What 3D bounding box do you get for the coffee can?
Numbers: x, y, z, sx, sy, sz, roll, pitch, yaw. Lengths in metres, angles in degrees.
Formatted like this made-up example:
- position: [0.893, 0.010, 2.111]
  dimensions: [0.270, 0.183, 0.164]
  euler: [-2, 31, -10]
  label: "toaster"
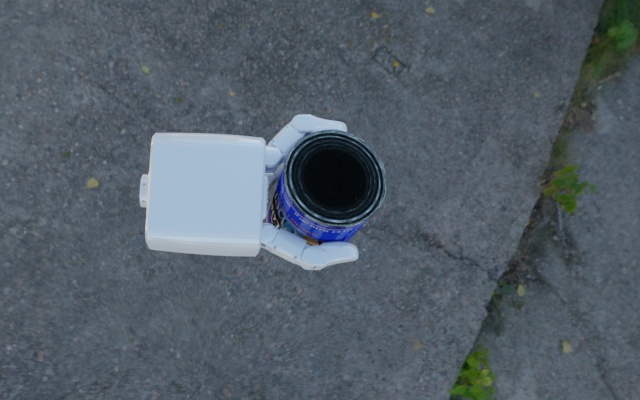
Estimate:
- position: [0.000, 0.002, 0.518]
  dimensions: [0.103, 0.102, 0.140]
  euler: [0, -21, -13]
  label: "coffee can"
